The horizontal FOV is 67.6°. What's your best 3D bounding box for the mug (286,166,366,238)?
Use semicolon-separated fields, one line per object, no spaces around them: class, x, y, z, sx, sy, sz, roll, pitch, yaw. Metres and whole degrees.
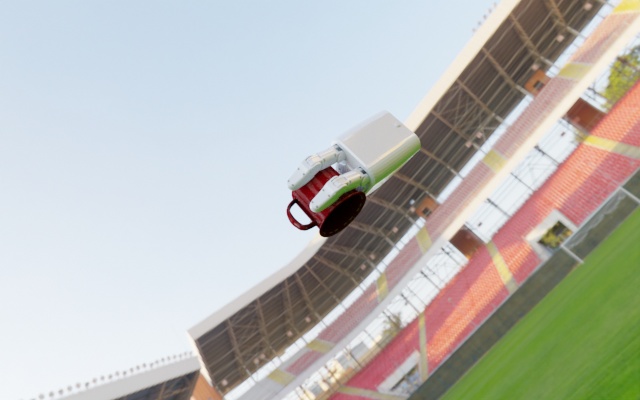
mug;-0.001;0.003;0.731;0.117;0.081;0.093;-34;-26;-21
